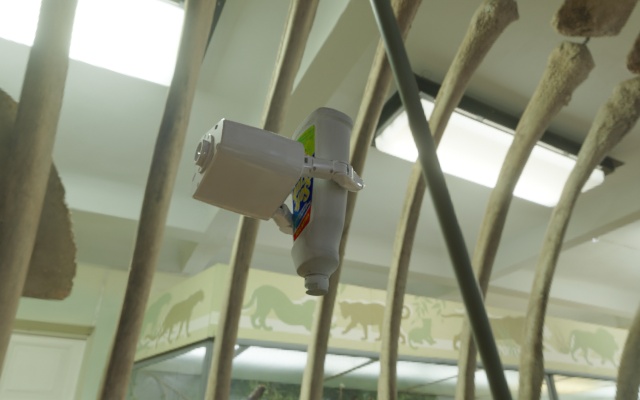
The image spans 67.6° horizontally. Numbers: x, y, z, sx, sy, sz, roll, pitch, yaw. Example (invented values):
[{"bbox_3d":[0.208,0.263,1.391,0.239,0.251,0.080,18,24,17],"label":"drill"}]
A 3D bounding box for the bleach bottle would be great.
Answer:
[{"bbox_3d":[0.000,0.002,0.650,0.068,0.250,0.103,17,-33,-27],"label":"bleach bottle"}]
